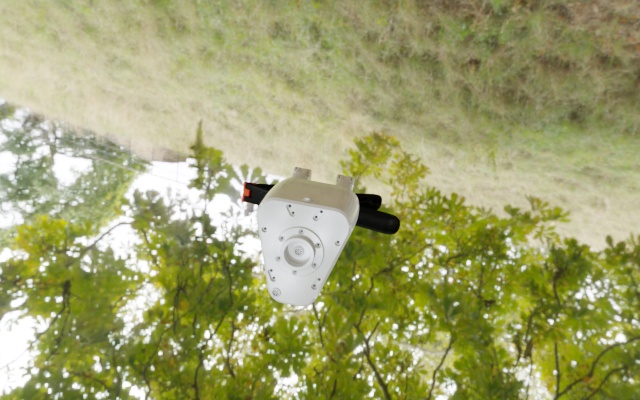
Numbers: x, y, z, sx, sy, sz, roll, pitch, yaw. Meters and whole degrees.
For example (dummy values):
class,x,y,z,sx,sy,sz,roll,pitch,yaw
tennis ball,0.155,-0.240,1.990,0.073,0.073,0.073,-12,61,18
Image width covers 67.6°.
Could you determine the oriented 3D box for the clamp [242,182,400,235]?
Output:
class,x,y,z,sx,sy,sz,roll,pitch,yaw
clamp,-0.001,0.003,0.657,0.210,0.036,0.164,10,9,4
